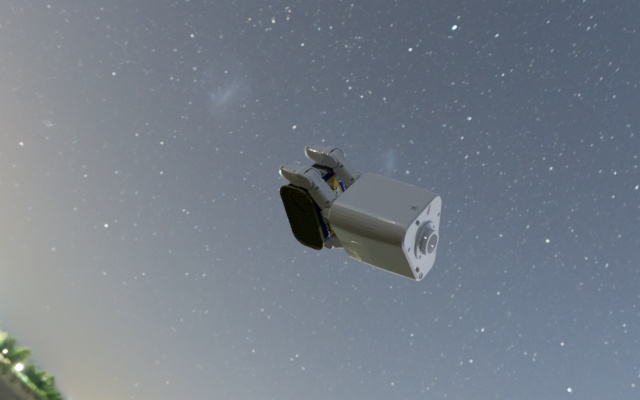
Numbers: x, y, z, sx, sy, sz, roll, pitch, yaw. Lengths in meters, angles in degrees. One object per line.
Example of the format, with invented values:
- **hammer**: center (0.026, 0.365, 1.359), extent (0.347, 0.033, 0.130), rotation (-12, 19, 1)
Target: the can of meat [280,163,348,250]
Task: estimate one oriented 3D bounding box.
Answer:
- **can of meat**: center (0.000, 0.002, 0.661), extent (0.057, 0.102, 0.084), rotation (16, 44, 39)
